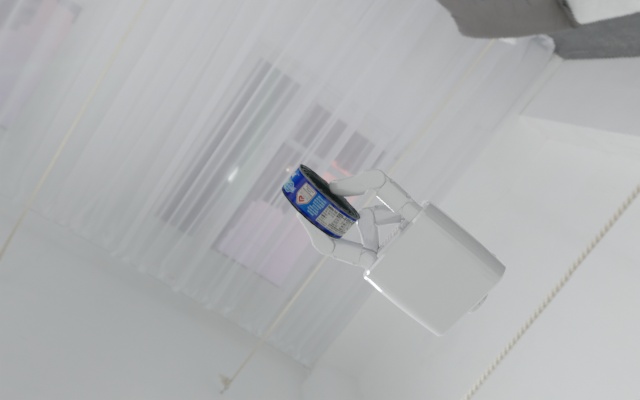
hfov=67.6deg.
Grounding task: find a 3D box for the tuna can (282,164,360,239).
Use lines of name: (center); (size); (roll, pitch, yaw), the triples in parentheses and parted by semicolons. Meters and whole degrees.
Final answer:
tuna can: (0.000, 0.002, 0.512); (0.086, 0.034, 0.086); (41, 9, -8)
